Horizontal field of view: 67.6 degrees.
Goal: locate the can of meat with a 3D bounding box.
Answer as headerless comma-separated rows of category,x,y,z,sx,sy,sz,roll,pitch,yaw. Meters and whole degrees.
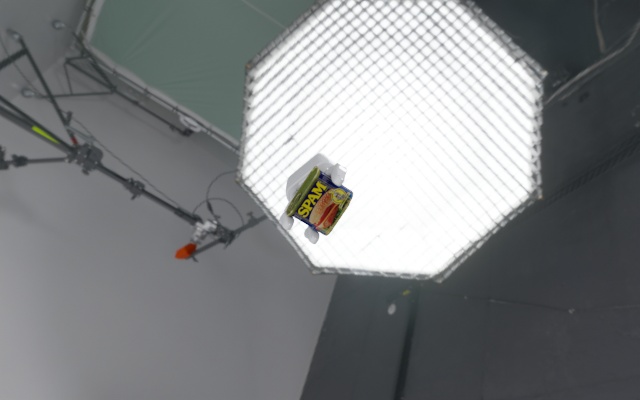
can of meat,0.000,0.003,0.867,0.084,0.102,0.057,32,9,-14
